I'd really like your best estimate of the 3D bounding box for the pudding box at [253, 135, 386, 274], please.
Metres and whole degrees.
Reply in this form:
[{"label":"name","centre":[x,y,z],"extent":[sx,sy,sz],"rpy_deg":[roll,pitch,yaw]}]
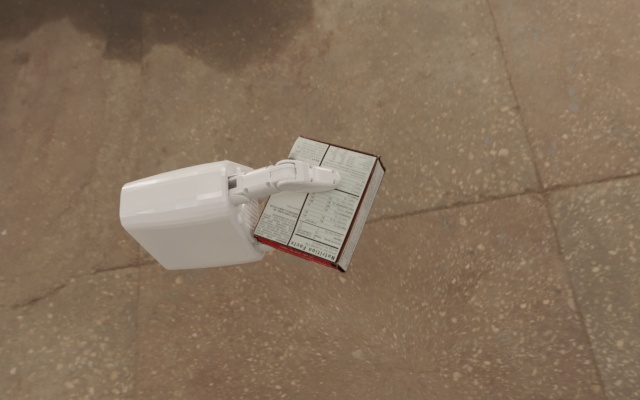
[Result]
[{"label":"pudding box","centre":[0.000,0.001,0.453],"extent":[0.090,0.113,0.039],"rpy_deg":[18,-13,21]}]
